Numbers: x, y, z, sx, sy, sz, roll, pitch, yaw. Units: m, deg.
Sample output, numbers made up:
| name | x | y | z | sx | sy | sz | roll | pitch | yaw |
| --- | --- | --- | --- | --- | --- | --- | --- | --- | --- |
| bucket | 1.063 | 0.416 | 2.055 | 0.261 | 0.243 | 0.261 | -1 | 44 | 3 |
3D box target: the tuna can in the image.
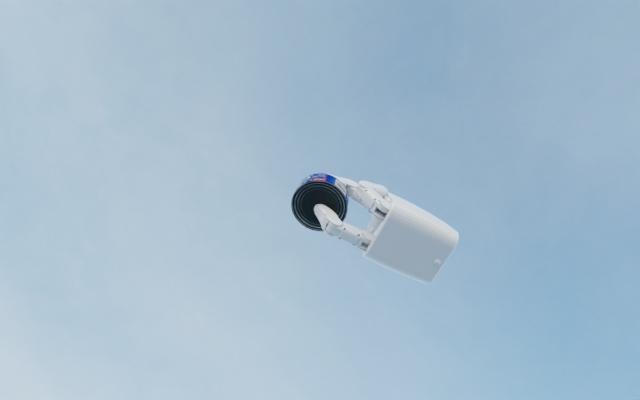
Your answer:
| name | x | y | z | sx | sy | sz | roll | pitch | yaw |
| --- | --- | --- | --- | --- | --- | --- | --- | --- | --- |
| tuna can | 0.000 | 0.002 | 0.730 | 0.086 | 0.086 | 0.033 | 0 | 27 | 8 |
